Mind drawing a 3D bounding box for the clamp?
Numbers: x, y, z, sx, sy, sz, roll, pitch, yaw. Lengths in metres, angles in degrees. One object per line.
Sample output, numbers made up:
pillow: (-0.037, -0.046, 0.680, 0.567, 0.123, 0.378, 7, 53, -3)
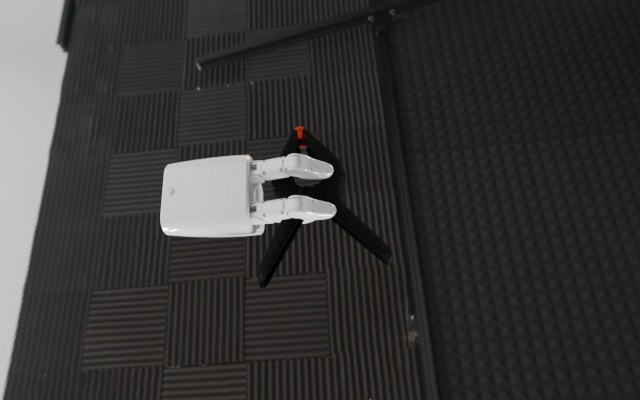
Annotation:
clamp: (0.000, 0.002, 0.603, 0.164, 0.210, 0.036, -4, -23, 1)
